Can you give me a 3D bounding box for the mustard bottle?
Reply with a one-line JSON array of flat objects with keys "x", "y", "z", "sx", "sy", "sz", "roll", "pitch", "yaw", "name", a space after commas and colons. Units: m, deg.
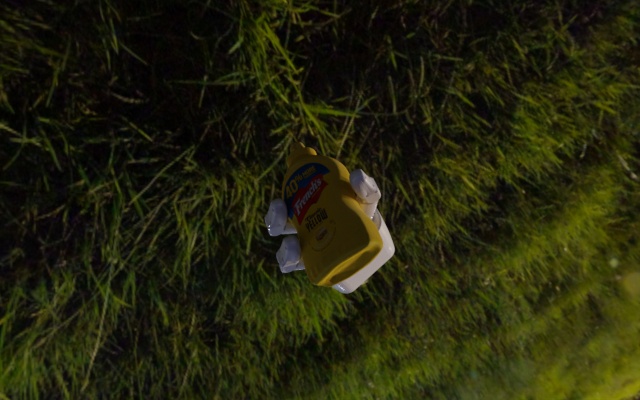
[{"x": 0.000, "y": 0.002, "z": 0.588, "sx": 0.096, "sy": 0.191, "sz": 0.058, "roll": -42, "pitch": -37, "yaw": 27, "name": "mustard bottle"}]
